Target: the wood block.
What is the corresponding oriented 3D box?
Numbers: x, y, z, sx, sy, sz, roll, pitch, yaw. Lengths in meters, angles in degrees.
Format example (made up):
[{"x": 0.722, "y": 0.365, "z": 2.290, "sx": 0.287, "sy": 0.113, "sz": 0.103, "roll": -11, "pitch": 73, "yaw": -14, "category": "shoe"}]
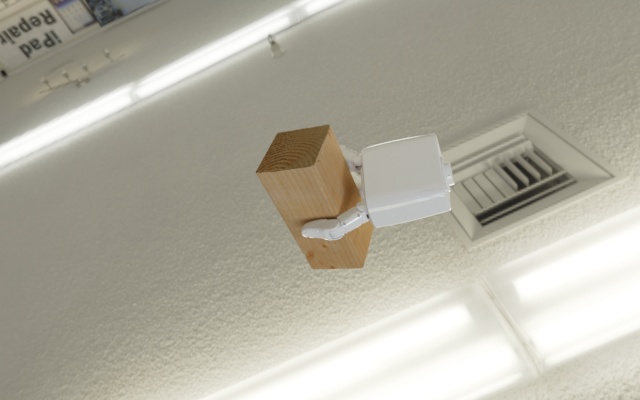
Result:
[{"x": 0.000, "y": 0.003, "z": 0.703, "sx": 0.090, "sy": 0.206, "sz": 0.090, "roll": -5, "pitch": 42, "yaw": 26, "category": "wood block"}]
